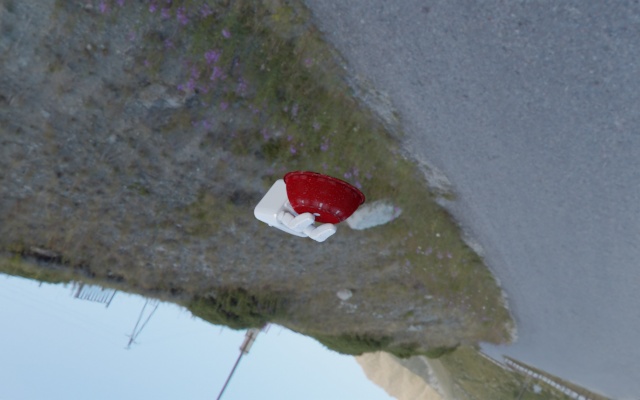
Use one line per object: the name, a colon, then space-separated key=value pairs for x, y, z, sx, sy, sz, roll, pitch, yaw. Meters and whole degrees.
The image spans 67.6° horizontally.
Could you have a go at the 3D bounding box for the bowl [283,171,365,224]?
bowl: x=0.001 y=0.003 z=0.895 sx=0.162 sy=0.055 sz=0.162 roll=14 pitch=-18 yaw=5
